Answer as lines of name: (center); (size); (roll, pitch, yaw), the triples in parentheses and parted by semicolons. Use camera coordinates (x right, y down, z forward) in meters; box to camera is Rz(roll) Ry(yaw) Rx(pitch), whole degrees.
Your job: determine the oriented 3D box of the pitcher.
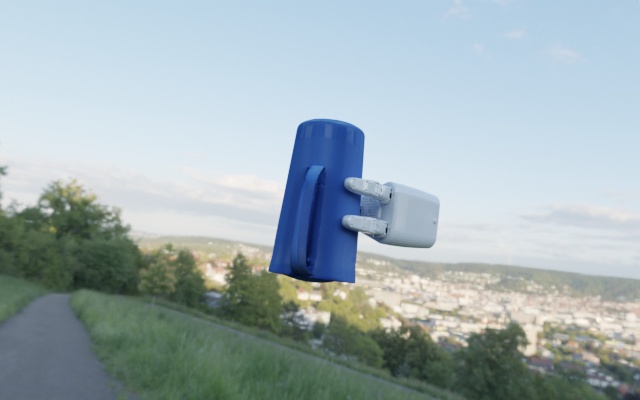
pitcher: (0.000, 0.002, 0.725); (0.145, 0.243, 0.149); (12, -8, -31)
